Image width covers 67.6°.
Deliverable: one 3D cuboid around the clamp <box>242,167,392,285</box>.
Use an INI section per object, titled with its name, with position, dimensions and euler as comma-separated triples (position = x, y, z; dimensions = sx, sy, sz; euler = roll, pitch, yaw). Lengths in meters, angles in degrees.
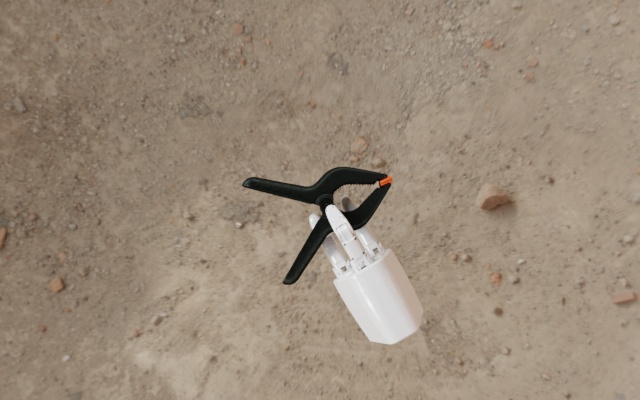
[clamp]
position = 0.001, 0.002, 0.688
dimensions = 0.210, 0.164, 0.036
euler = -30, -2, -1
